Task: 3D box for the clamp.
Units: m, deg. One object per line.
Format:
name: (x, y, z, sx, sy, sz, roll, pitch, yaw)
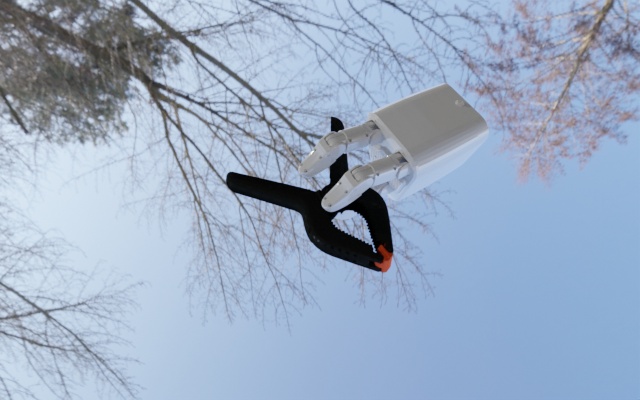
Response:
clamp: (0.001, 0.003, 0.538, 0.164, 0.210, 0.036, -26, -32, -14)
